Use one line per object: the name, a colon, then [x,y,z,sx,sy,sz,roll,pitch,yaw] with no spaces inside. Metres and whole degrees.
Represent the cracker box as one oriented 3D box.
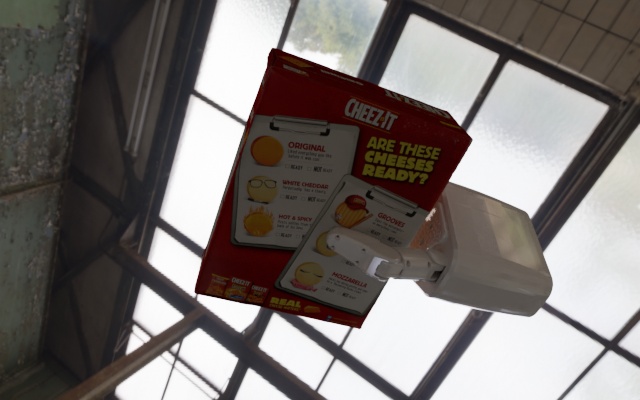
cracker box: [0.000,0.002,0.414,0.164,0.214,0.072,16,28,-15]
